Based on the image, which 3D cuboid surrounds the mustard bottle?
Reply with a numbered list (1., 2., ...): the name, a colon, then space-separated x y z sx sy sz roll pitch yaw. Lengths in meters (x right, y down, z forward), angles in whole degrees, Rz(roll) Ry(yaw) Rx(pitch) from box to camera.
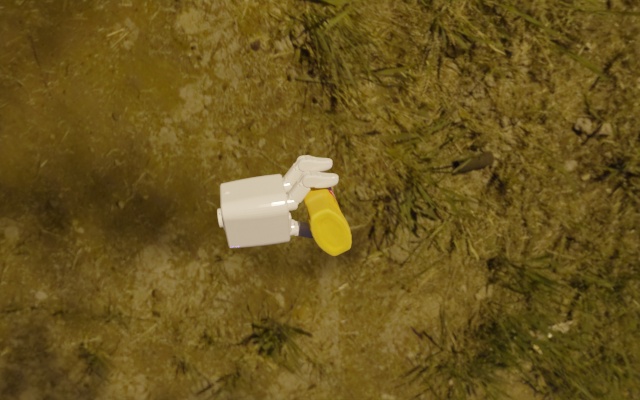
1. mustard bottle: 0.001 0.003 0.816 0.058 0.096 0.191 -27 34 6
